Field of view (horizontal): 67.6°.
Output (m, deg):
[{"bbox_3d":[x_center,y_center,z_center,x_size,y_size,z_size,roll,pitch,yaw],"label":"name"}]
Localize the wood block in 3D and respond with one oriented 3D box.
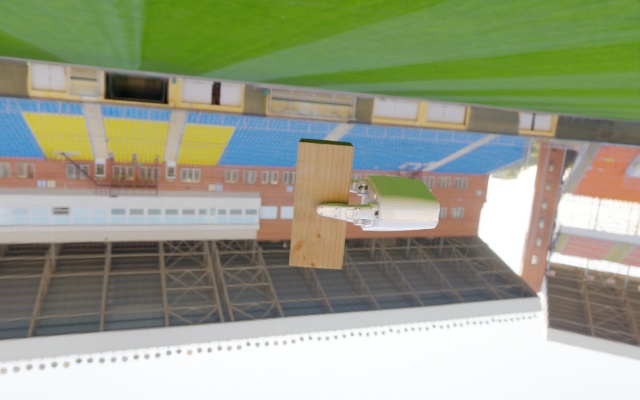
[{"bbox_3d":[0.001,0.003,0.813,0.090,0.206,0.091,5,11,-1],"label":"wood block"}]
